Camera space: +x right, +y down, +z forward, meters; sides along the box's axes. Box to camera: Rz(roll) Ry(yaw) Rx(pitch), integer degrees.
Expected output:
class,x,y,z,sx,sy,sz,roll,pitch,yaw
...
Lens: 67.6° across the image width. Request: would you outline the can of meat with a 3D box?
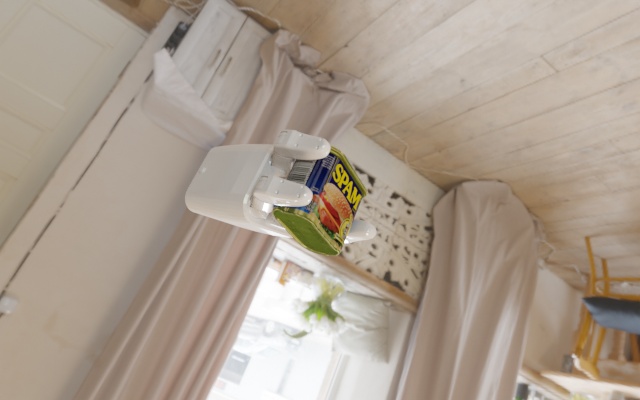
class,x,y,z,sx,sy,sz,roll,pitch,yaw
can of meat,0.000,0.002,0.517,0.057,0.084,0.102,8,-28,33
